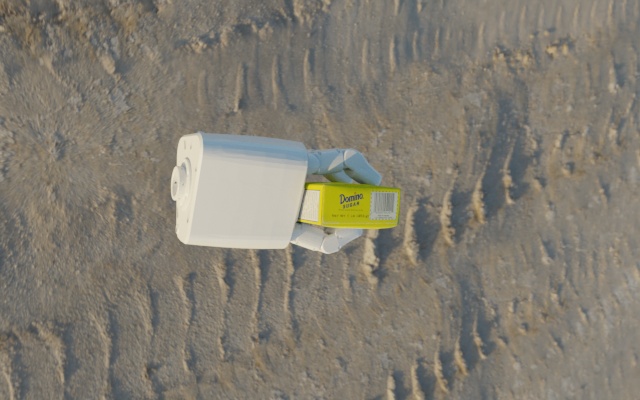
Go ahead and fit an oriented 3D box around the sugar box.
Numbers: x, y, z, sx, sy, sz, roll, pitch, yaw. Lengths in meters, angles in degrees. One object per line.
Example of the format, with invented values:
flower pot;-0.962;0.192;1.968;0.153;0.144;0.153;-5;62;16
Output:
sugar box;0.000;0.001;0.537;0.093;0.048;0.176;3;4;-29
